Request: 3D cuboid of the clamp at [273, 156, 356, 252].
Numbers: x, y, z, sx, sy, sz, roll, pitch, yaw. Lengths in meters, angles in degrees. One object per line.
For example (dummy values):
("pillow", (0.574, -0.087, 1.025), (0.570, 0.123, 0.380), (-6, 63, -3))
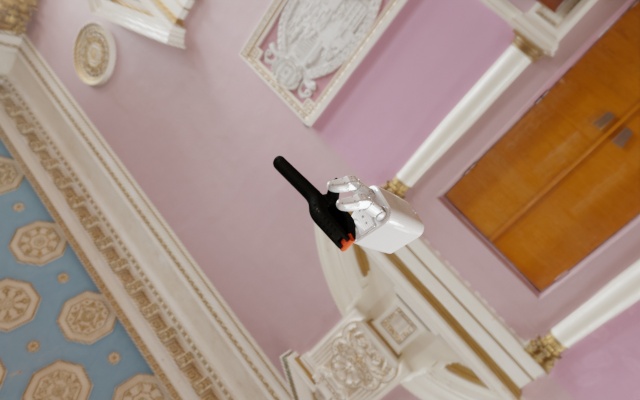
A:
("clamp", (0.000, 0.004, 0.853), (0.164, 0.036, 0.209), (22, 29, -35))
